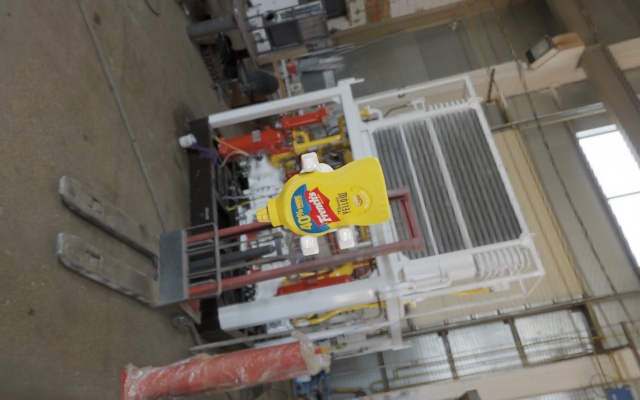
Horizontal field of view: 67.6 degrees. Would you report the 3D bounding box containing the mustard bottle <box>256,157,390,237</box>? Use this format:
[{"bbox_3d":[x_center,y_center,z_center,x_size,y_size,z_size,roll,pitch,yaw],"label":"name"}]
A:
[{"bbox_3d":[0.000,0.002,0.698,0.191,0.096,0.058,-12,22,4],"label":"mustard bottle"}]
